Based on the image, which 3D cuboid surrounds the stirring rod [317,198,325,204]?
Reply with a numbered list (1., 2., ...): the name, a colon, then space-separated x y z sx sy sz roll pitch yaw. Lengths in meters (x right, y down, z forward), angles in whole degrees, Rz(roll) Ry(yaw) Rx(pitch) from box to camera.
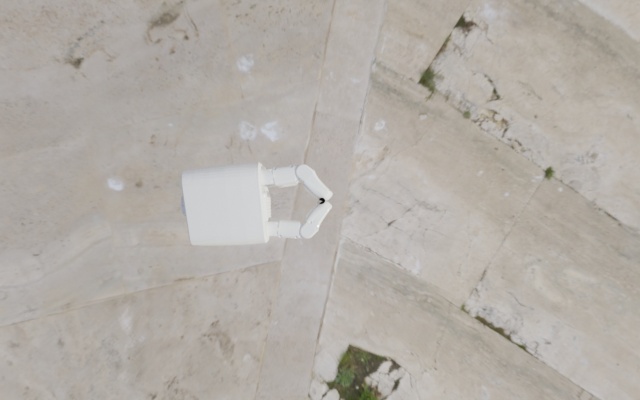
1. stirring rod: 0.000 0.002 0.728 0.011 0.011 0.239 0 -1 -1
